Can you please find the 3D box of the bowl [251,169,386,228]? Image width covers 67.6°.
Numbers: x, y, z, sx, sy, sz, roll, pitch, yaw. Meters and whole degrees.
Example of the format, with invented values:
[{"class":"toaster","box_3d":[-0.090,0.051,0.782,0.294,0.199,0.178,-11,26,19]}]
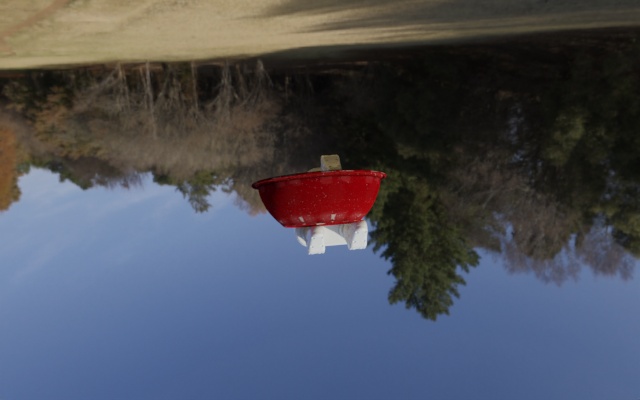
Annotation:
[{"class":"bowl","box_3d":[0.000,0.002,0.572,0.162,0.055,0.162,-4,-5,0]}]
